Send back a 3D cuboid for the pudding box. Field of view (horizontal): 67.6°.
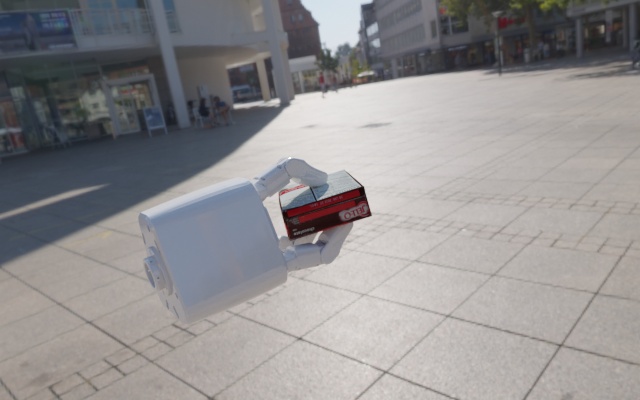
[{"bbox_3d":[0.000,0.002,0.534,0.090,0.039,0.113,-16,16,-3],"label":"pudding box"}]
